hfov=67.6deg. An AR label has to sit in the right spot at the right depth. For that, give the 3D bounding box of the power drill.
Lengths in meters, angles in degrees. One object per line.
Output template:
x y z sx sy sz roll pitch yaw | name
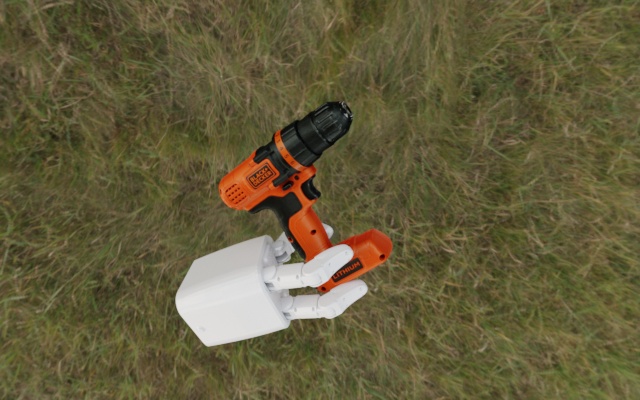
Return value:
0.000 0.002 0.551 0.184 0.188 0.057 -33 11 25 | power drill
